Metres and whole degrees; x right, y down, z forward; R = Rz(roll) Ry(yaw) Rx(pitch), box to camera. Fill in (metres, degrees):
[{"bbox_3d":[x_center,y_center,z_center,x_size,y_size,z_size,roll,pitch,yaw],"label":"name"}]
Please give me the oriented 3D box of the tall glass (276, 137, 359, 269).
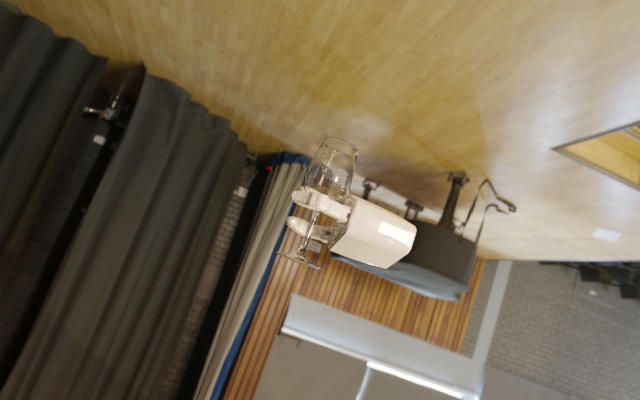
[{"bbox_3d":[0.000,0.003,0.757,0.079,0.201,0.079,19,-12,4],"label":"tall glass"}]
